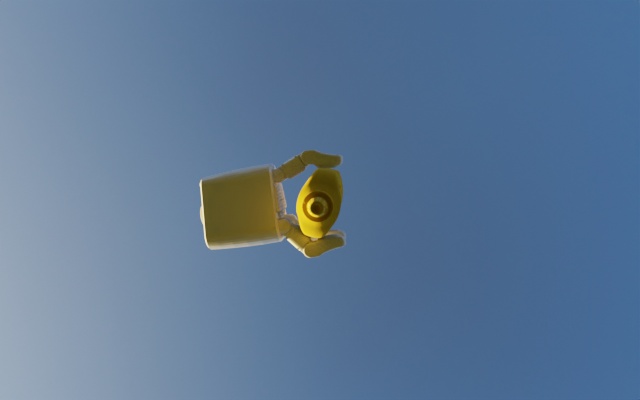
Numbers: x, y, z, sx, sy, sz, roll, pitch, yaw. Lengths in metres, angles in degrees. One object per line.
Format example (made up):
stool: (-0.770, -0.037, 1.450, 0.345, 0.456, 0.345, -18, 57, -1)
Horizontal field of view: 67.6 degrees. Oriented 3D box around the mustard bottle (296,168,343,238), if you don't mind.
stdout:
mustard bottle: (0.000, 0.002, 0.673, 0.058, 0.096, 0.191, 15, 5, 3)
